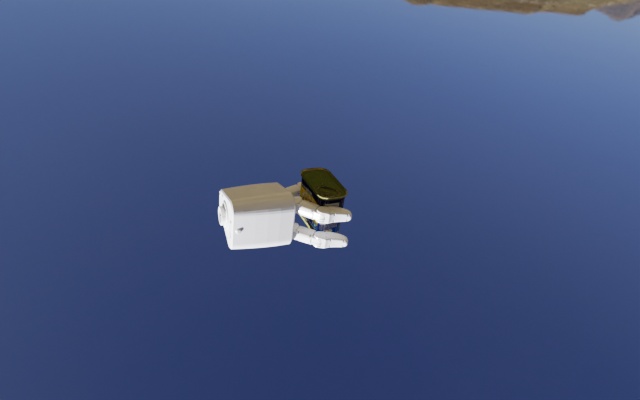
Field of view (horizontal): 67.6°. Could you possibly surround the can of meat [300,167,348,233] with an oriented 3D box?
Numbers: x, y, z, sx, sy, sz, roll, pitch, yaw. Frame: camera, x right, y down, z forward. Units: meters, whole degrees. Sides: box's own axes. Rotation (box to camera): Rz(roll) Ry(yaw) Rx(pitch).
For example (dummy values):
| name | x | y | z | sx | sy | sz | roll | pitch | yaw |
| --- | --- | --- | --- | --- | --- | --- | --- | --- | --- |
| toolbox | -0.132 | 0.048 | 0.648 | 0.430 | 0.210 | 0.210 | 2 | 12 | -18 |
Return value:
| name | x | y | z | sx | sy | sz | roll | pitch | yaw |
| --- | --- | --- | --- | --- | --- | --- | --- | --- | --- |
| can of meat | 0.000 | 0.003 | 0.846 | 0.057 | 0.084 | 0.102 | -8 | 35 | -25 |
